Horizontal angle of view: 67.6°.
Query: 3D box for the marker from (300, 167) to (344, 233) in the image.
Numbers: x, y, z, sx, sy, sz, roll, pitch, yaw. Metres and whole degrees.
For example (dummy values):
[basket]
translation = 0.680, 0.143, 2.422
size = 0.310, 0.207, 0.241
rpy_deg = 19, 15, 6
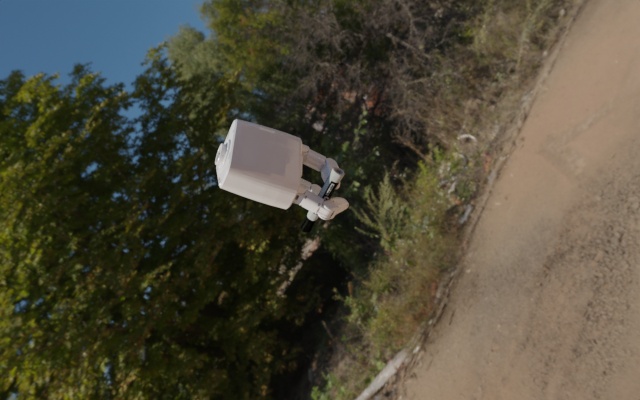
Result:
[marker]
translation = 0.000, 0.002, 0.715
size = 0.020, 0.121, 0.020
rpy_deg = 22, 32, -14
